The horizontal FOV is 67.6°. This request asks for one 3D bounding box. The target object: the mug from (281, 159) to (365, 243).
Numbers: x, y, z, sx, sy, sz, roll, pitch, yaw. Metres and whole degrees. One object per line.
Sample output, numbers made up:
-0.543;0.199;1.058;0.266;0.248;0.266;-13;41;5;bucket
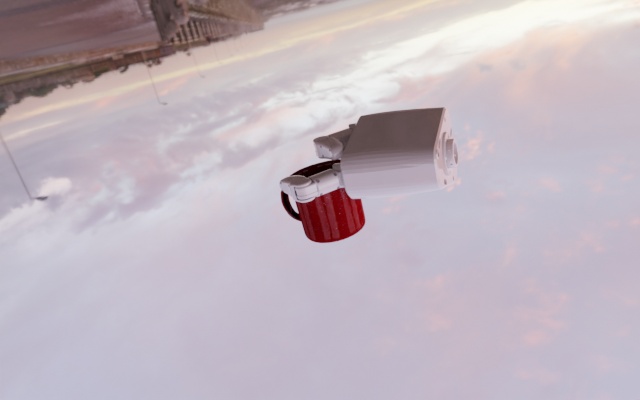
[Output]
-0.001;0.002;0.614;0.117;0.081;0.093;-3;23;29;mug
